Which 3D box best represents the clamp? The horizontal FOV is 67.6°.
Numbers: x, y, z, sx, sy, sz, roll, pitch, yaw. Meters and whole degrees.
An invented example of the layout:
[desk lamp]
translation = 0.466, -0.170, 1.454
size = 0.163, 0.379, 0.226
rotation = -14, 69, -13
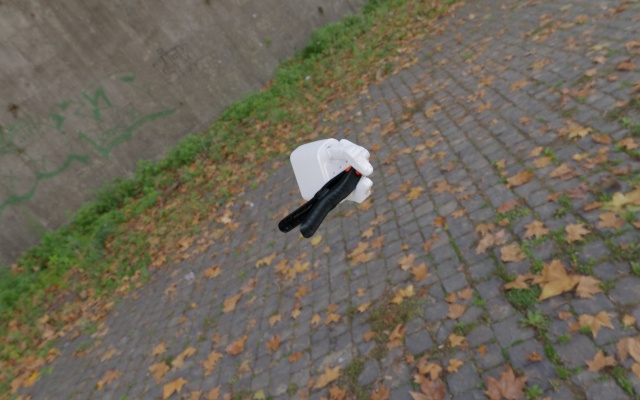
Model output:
[clamp]
translation = 0.000, 0.002, 0.819
size = 0.171, 0.039, 0.120
rotation = -43, 23, -26
